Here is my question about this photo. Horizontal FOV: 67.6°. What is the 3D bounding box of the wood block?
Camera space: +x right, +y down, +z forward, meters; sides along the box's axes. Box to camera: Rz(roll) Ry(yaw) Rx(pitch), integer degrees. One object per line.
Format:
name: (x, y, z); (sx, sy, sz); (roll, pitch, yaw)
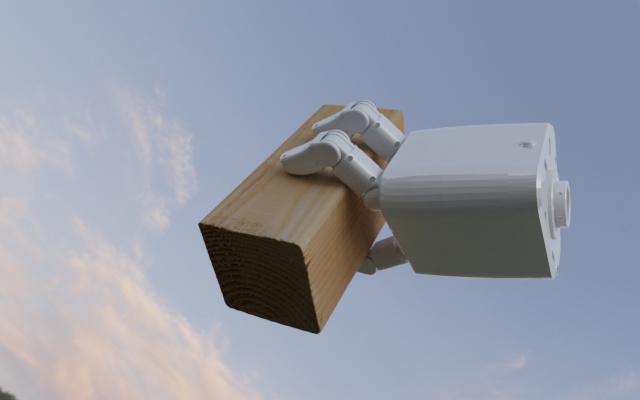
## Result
wood block: (0.001, 0.002, 0.420); (0.090, 0.091, 0.206); (9, 38, 26)
